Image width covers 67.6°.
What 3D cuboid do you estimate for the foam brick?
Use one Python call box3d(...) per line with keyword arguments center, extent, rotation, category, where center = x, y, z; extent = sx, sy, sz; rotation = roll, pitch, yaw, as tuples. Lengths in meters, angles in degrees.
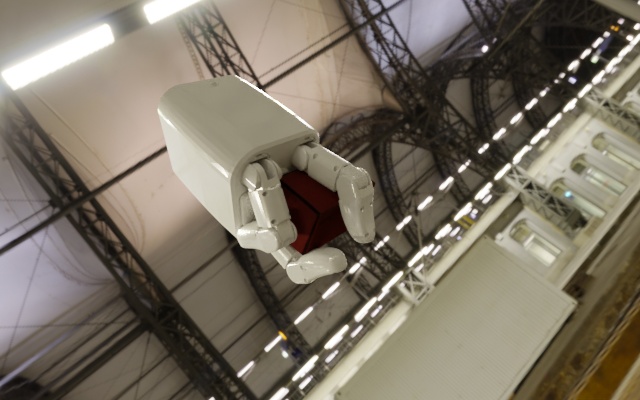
box3d(center=(0.000, 0.001, 0.416), extent=(0.051, 0.053, 0.078), rotation=(39, 42, 23), category="foam brick")
